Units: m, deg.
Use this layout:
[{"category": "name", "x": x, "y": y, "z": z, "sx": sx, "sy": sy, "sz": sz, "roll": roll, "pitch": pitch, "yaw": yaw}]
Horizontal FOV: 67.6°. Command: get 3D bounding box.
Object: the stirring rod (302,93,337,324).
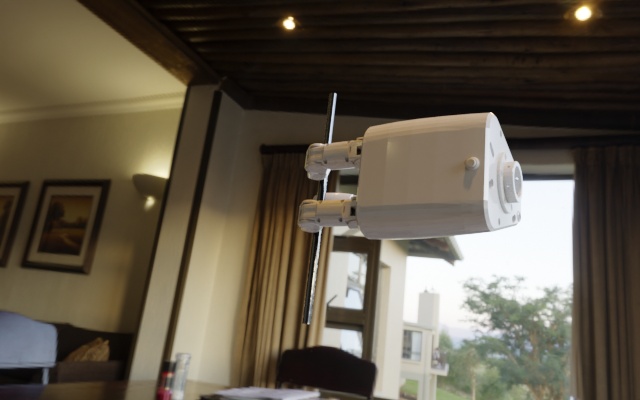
[{"category": "stirring rod", "x": 0.000, "y": 0.002, "z": 0.483, "sx": 0.011, "sy": 0.239, "sz": 0.011, "roll": 6, "pitch": -15, "yaw": 2}]
